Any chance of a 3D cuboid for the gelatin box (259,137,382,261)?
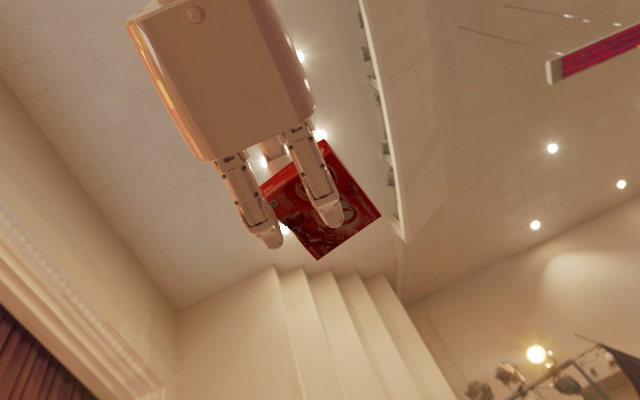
[{"bbox_3d":[0.000,0.001,0.420,0.073,0.089,0.030,-36,35,6],"label":"gelatin box"}]
